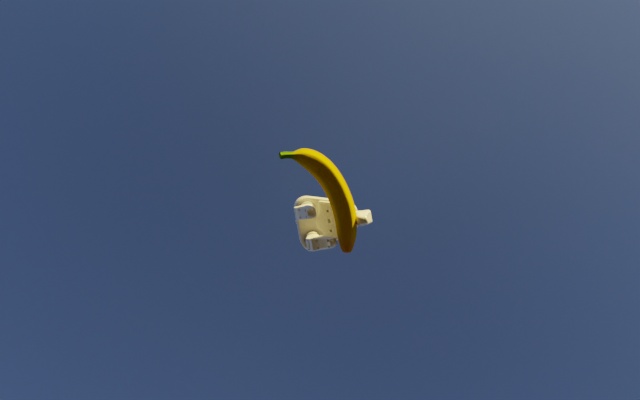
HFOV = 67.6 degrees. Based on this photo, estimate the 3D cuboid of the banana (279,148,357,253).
[{"bbox_3d":[0.013,-0.011,0.772,0.069,0.198,0.037,-35,8,-5],"label":"banana"}]
